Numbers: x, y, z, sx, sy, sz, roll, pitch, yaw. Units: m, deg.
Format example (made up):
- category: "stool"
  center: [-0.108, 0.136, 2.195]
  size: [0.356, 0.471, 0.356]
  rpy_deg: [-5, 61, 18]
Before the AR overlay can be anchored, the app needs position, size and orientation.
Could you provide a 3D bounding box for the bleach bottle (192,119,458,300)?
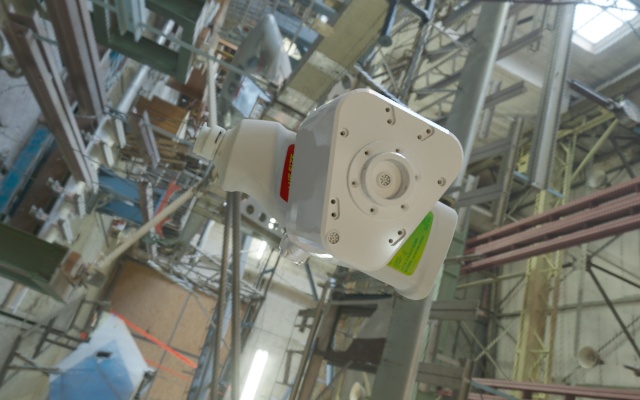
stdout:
- category: "bleach bottle"
  center: [0.000, 0.001, 0.450]
  size: [0.251, 0.102, 0.068]
  rpy_deg: [24, -5, -13]
